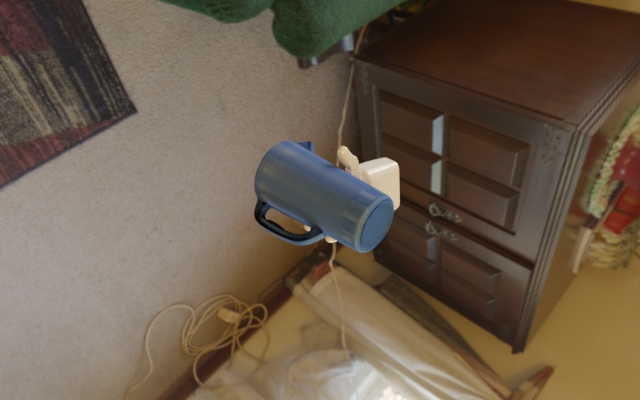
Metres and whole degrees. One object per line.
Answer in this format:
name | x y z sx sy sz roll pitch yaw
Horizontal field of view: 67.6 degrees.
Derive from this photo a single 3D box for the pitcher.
pitcher | 0.000 0.003 0.856 0.242 0.149 0.145 29 31 33
